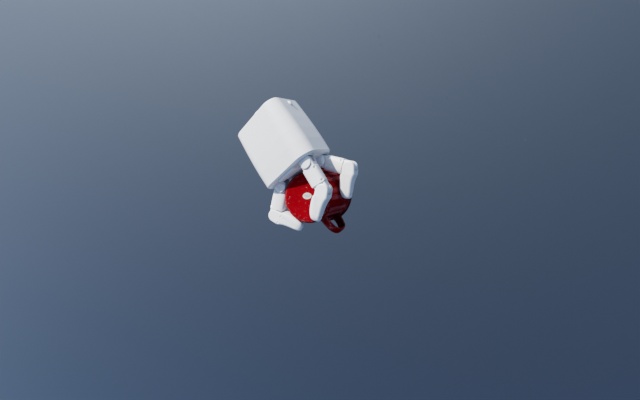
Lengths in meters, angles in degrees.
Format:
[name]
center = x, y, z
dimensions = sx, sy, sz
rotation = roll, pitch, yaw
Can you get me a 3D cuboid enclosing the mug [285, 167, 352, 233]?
[mug]
center = 0.001, 0.004, 0.782
dimensions = 0.093, 0.117, 0.081
rotation = -33, -8, 23
